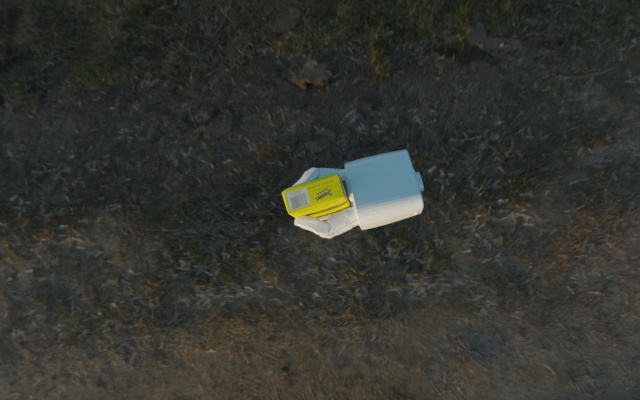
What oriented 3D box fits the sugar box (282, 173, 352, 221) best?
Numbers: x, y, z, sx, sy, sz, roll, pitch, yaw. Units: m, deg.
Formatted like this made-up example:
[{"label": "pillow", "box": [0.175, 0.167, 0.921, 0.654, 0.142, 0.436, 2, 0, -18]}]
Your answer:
[{"label": "sugar box", "box": [0.000, 0.003, 0.807, 0.093, 0.048, 0.176, -17, -12, 5]}]
